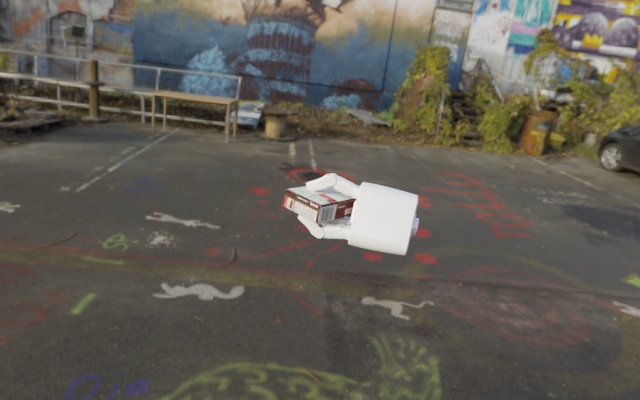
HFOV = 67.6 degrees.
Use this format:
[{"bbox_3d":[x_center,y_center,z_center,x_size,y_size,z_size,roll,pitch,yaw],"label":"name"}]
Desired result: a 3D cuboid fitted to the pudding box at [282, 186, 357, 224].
[{"bbox_3d":[0.000,0.003,0.887,0.090,0.039,0.113,24,21,35],"label":"pudding box"}]
